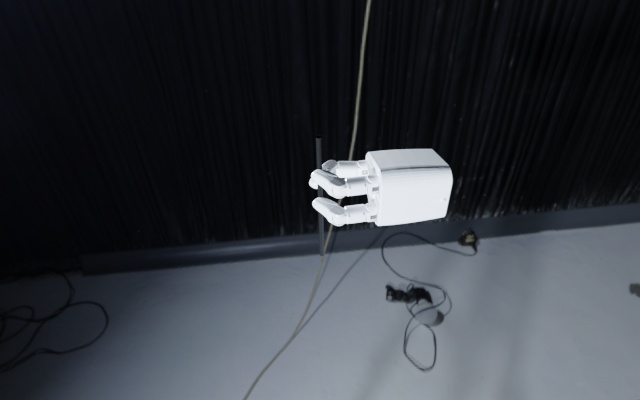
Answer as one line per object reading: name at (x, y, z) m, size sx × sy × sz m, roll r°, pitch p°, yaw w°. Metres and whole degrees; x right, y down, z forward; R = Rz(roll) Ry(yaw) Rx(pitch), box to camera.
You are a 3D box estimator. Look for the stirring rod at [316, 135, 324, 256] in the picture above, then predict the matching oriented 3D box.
stirring rod at (0.000, 0.002, 0.739) m, size 0.011 × 0.240 × 0.011 m, roll -1°, pitch 41°, yaw 1°
